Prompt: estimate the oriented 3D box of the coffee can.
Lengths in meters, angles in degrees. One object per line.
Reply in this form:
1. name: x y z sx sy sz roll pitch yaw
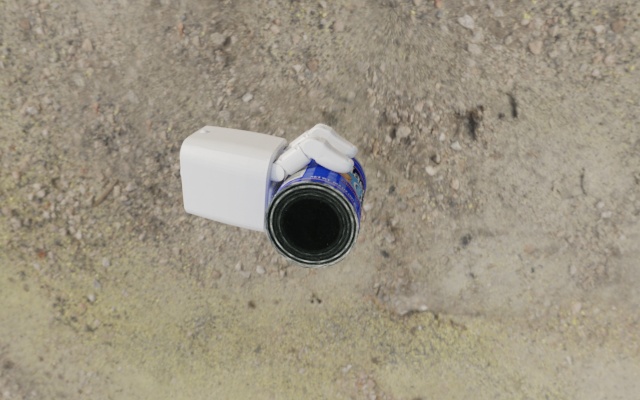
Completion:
1. coffee can: 0.000 0.002 0.571 0.103 0.103 0.140 0 22 9
